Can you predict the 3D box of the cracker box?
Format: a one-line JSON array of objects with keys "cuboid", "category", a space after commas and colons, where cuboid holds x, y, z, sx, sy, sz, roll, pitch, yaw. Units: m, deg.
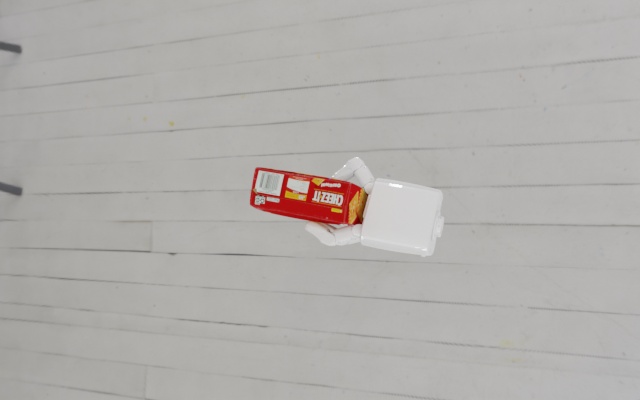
[{"cuboid": [0.000, 0.002, 0.821, 0.164, 0.072, 0.214, 10, -3, 20], "category": "cracker box"}]
